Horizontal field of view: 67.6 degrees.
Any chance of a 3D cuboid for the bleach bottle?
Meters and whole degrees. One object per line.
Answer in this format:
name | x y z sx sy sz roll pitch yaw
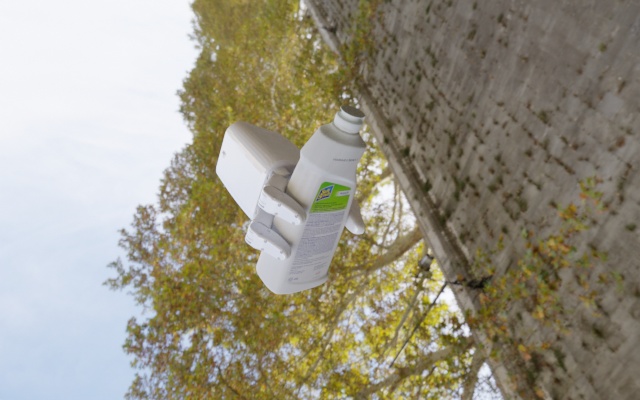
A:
bleach bottle | 0.000 0.002 0.585 0.102 0.251 0.068 -9 43 -41
